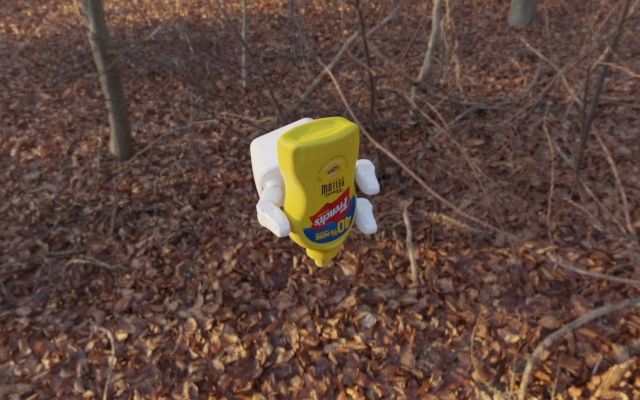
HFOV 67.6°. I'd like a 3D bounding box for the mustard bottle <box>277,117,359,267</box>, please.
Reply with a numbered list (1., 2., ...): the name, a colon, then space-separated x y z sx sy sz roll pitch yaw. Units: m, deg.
1. mustard bottle: 0.000 0.002 0.575 0.096 0.192 0.058 -24 39 -30
